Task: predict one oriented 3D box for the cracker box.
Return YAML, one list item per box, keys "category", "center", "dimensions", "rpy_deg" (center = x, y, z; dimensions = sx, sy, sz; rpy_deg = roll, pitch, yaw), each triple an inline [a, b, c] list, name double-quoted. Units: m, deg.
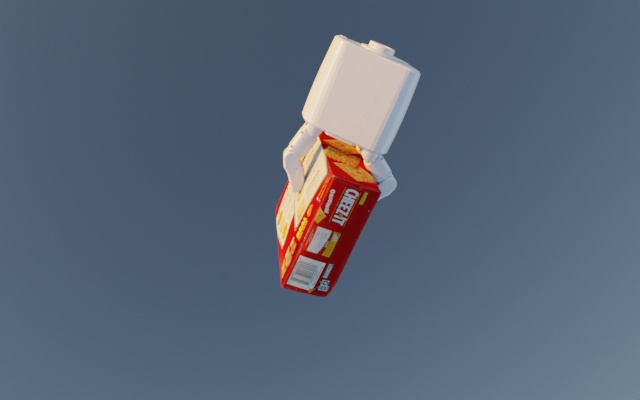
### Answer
- category: "cracker box"
  center: [0.000, 0.002, 0.658]
  dimensions: [0.072, 0.164, 0.213]
  rpy_deg: [18, 23, -15]
